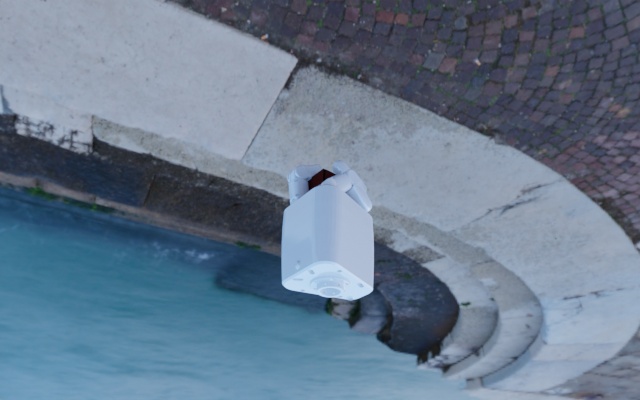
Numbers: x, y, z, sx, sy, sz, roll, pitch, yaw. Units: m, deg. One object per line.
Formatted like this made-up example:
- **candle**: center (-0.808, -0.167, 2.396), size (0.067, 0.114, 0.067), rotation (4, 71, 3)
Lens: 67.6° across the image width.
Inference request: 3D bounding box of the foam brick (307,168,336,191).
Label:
- **foam brick**: center (0.000, 0.002, 0.663), size (0.053, 0.051, 0.078), rotation (24, -40, -30)
